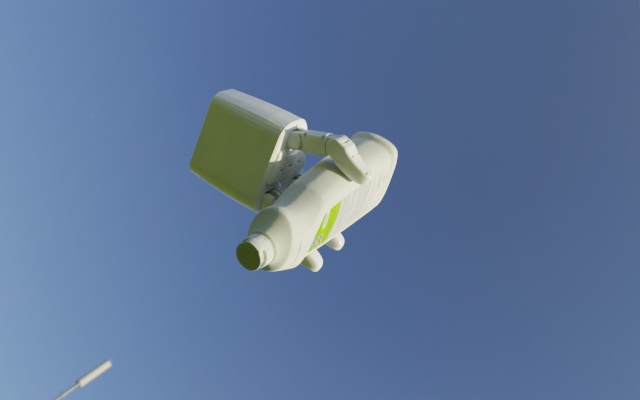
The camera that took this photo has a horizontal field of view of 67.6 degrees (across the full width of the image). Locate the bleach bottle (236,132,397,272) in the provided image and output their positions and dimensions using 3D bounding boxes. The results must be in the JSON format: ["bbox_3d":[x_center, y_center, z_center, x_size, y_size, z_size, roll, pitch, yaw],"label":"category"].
[{"bbox_3d":[0.000,0.002,0.521,0.068,0.103,0.250,27,31,20],"label":"bleach bottle"}]
